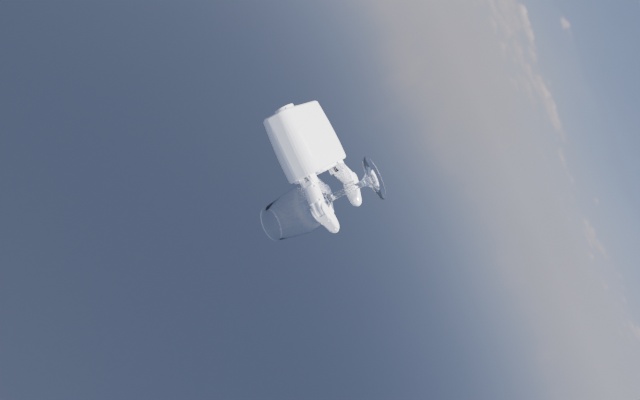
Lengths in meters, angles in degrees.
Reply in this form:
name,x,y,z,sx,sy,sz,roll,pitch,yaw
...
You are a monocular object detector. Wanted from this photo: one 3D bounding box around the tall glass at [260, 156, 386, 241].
name,x,y,z,sx,sy,sz,roll,pitch,yaw
tall glass,0.001,0.002,0.779,0.201,0.079,0.079,-25,-9,21
